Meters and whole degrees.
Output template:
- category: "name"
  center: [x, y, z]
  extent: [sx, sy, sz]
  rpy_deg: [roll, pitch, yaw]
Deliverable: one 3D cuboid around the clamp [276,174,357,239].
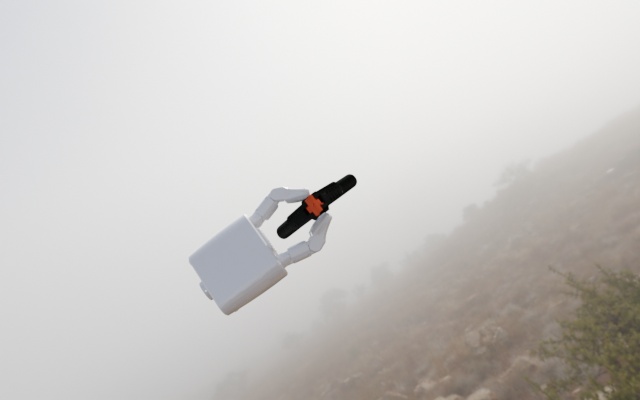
- category: "clamp"
  center: [-0.001, 0.002, 0.731]
  extent: [0.164, 0.036, 0.210]
  rpy_deg: [-38, -2, -7]
